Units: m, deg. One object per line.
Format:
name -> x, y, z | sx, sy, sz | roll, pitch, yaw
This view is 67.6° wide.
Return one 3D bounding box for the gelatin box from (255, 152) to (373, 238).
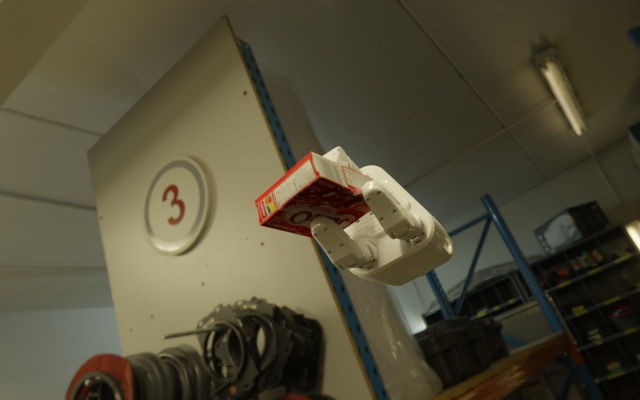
gelatin box -> 0.000, 0.001, 0.418 | 0.073, 0.030, 0.089 | -38, -36, 28
